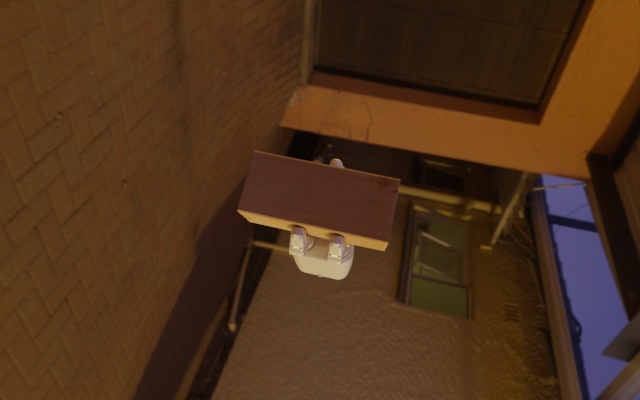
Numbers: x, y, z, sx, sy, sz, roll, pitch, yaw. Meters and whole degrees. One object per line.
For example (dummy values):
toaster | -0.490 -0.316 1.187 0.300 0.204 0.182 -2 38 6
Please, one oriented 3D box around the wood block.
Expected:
wood block | 0.000 0.002 0.679 0.206 0.091 0.090 12 -12 7
